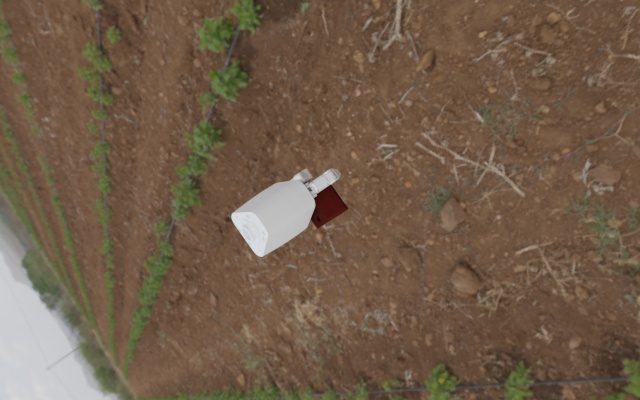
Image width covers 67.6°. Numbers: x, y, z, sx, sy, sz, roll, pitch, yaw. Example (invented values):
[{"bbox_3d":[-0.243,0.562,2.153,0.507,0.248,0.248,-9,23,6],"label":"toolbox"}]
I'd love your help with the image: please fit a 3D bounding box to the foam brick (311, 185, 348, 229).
[{"bbox_3d":[0.000,0.003,0.864,0.051,0.078,0.053,-35,-1,-29],"label":"foam brick"}]
